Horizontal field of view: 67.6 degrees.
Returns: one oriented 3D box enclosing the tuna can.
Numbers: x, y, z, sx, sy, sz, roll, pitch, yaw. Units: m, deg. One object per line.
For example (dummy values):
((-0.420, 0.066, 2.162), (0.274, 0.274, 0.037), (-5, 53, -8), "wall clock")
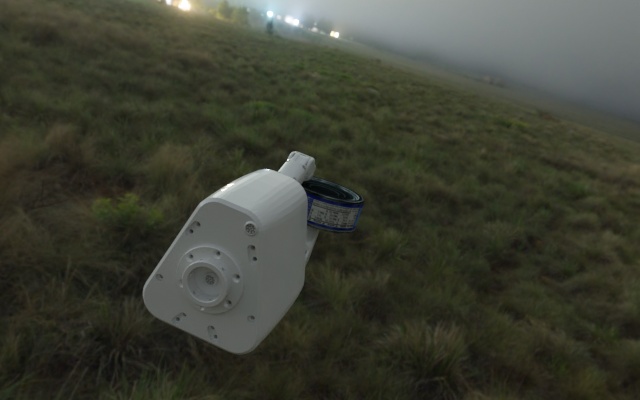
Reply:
((0.000, 0.001, 0.490), (0.086, 0.034, 0.086), (17, 13, -4), "tuna can")
